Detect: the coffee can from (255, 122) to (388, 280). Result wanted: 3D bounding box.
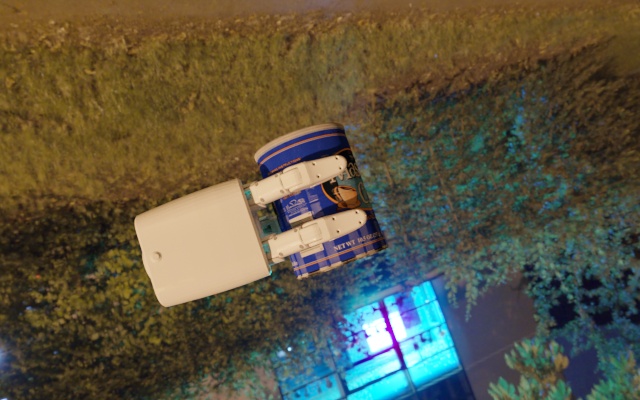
[{"bbox_3d":[0.000,0.001,0.512,0.103,0.140,0.103,-19,-6,-2],"label":"coffee can"}]
